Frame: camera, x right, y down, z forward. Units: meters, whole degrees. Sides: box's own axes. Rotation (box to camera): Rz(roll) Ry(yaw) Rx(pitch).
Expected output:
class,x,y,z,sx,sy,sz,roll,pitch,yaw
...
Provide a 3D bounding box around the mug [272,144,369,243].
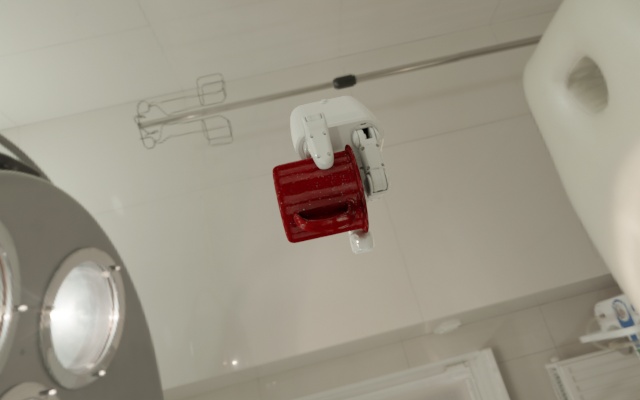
class,x,y,z,sx,sy,sz,roll,pitch,yaw
mug,0.000,0.002,0.475,0.081,0.093,0.117,-12,26,-2
